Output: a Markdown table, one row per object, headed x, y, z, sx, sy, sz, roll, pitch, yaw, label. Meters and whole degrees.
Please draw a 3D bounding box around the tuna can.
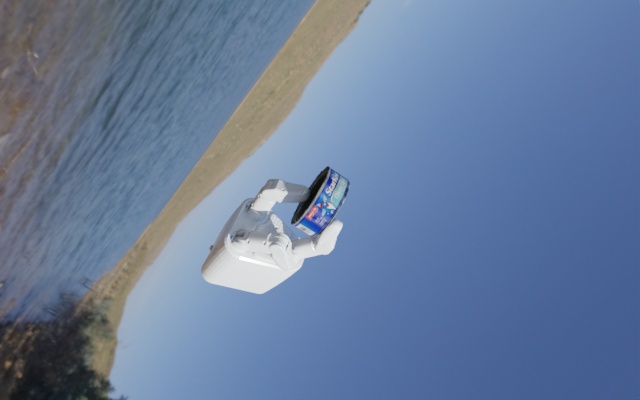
| x | y | z | sx | sy | sz | roll | pitch | yaw | label |
| --- | --- | --- | --- | --- | --- | --- | --- | --- | --- |
| 0.001 | 0.002 | 0.595 | 0.034 | 0.086 | 0.086 | 33 | -7 | -10 | tuna can |
